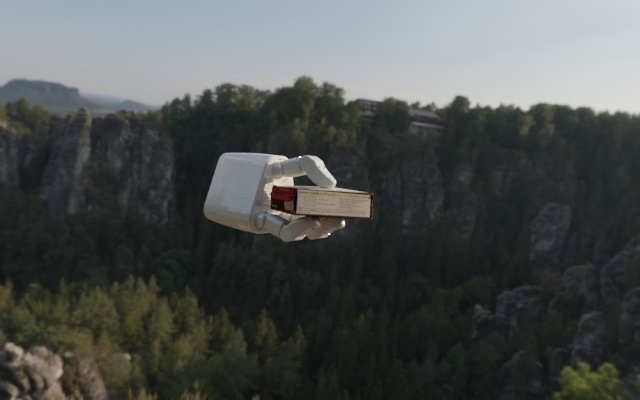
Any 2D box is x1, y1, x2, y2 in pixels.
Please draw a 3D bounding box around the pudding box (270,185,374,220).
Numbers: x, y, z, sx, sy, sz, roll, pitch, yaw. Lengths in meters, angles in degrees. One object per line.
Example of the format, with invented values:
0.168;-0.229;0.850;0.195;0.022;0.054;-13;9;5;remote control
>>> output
0.000;0.002;0.635;0.113;0.039;0.090;2;4;-25;pudding box
